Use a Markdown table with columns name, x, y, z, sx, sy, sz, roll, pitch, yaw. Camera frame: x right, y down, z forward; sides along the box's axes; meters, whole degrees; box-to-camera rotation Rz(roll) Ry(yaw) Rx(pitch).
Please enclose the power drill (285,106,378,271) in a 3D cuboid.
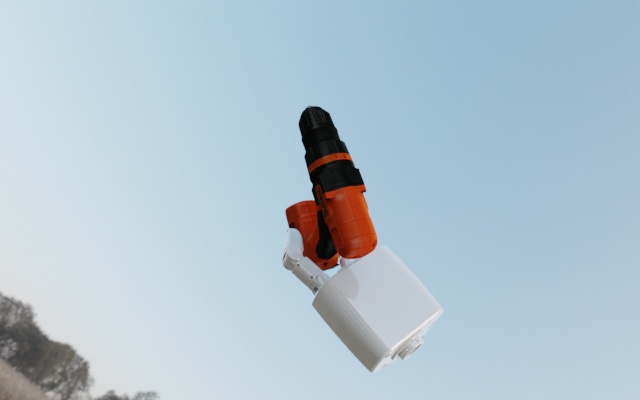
| name | x | y | z | sx | sy | sz | roll | pitch | yaw |
| --- | --- | --- | --- | --- | --- | --- | --- | --- | --- |
| power drill | 0.000 | 0.002 | 0.591 | 0.057 | 0.184 | 0.188 | -11 | -20 | -16 |
